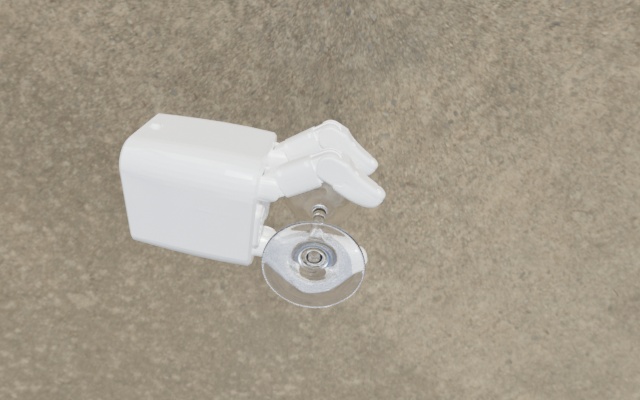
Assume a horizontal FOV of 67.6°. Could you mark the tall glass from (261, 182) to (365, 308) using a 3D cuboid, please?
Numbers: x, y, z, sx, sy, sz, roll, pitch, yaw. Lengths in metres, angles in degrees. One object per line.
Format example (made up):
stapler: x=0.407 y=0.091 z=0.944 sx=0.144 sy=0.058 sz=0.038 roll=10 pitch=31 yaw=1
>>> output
tall glass: x=0.000 y=0.002 z=0.425 sx=0.079 sy=0.079 sz=0.201 roll=0 pitch=27 yaw=4
